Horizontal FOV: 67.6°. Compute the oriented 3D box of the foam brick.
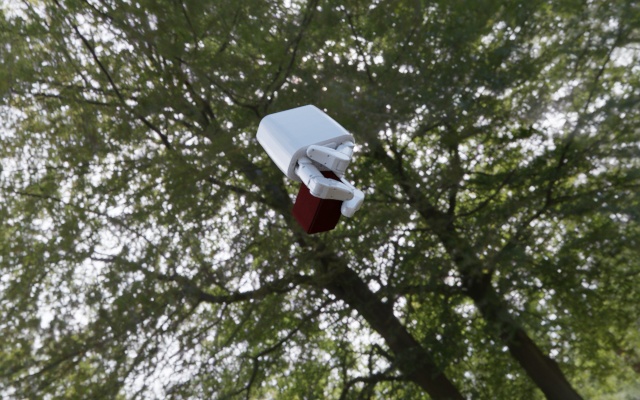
[{"bbox_3d":[0.000,0.003,0.709,0.053,0.078,0.051,-6,40,-40],"label":"foam brick"}]
